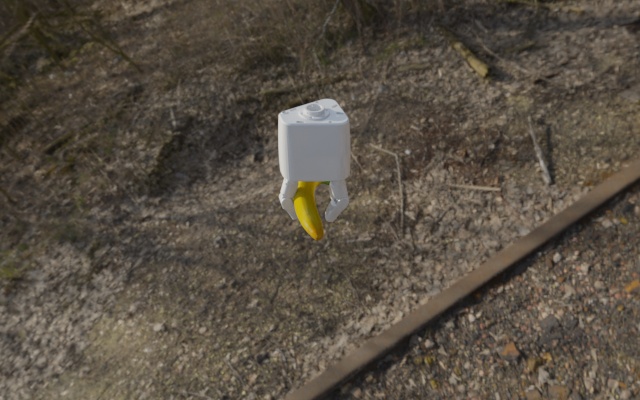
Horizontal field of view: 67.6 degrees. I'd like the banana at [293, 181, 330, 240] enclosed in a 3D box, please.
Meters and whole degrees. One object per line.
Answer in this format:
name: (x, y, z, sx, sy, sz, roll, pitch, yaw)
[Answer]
banana: (-0.017, -0.006, 0.845, 0.069, 0.037, 0.197, 22, 33, -7)
